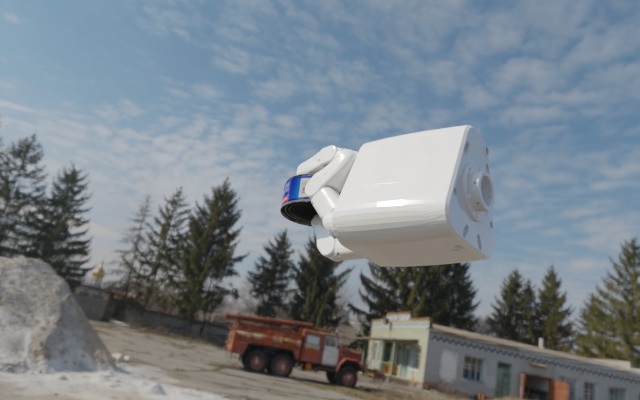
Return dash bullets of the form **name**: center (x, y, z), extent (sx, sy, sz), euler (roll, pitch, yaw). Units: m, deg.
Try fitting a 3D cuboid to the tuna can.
- **tuna can**: center (0.000, 0.001, 0.529), extent (0.086, 0.033, 0.086), euler (6, -21, 2)
